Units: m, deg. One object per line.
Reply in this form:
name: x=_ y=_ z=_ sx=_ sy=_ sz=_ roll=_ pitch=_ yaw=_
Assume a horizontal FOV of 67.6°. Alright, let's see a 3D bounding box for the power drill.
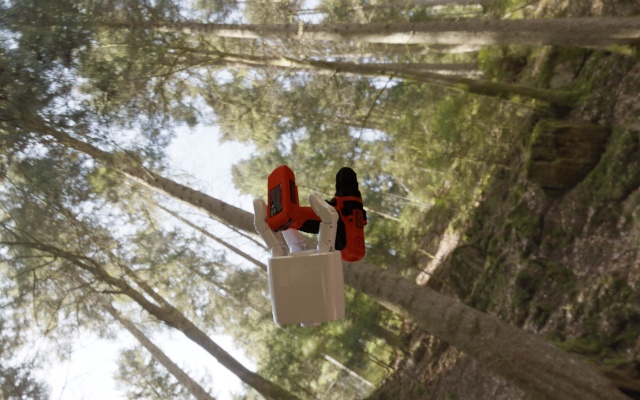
power drill: x=0.000 y=0.003 z=0.819 sx=0.188 sy=0.184 sz=0.057 roll=18 pitch=-36 yaw=-34
